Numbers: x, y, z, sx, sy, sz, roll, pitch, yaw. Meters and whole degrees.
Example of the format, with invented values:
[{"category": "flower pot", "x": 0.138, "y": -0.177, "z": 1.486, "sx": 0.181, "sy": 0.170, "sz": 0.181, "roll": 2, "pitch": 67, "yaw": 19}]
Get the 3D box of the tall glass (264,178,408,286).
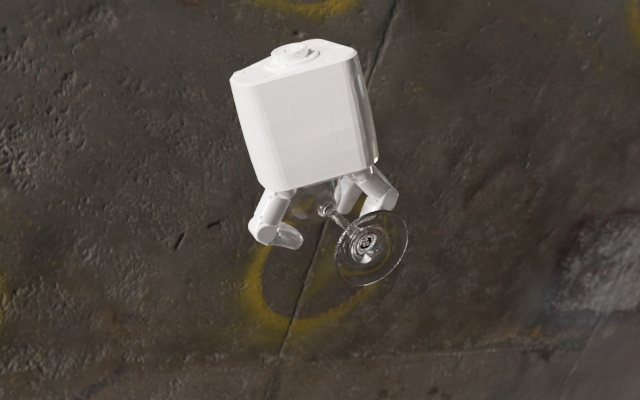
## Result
[{"category": "tall glass", "x": 0.000, "y": 0.002, "z": 0.490, "sx": 0.079, "sy": 0.079, "sz": 0.201, "roll": 0, "pitch": 24, "yaw": -30}]
